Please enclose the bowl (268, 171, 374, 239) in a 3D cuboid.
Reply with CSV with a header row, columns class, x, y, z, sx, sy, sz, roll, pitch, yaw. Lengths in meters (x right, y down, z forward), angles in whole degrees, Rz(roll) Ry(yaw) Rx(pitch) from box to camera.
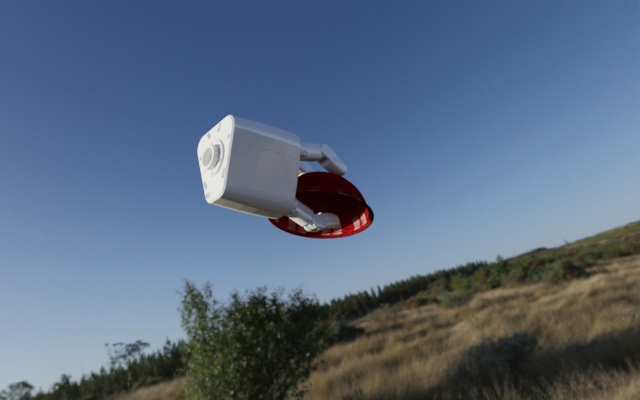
class,x,y,z,sx,sy,sz,roll,pitch,yaw
bowl,0.001,0.003,0.725,0.162,0.055,0.162,3,-28,1
